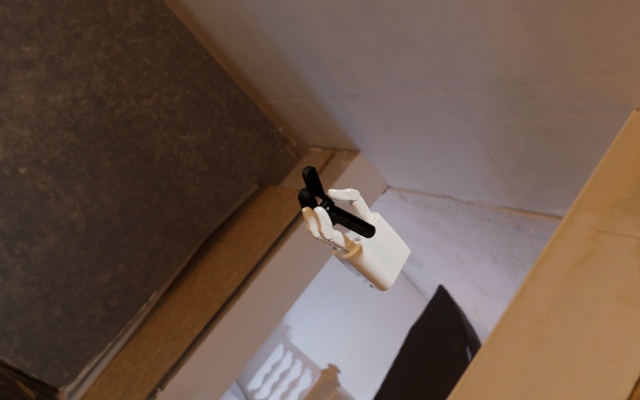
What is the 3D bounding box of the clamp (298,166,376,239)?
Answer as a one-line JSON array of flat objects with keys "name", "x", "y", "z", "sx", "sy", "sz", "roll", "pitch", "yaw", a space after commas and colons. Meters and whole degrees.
[{"name": "clamp", "x": 0.001, "y": 0.002, "z": 0.880, "sx": 0.164, "sy": 0.036, "sz": 0.210, "roll": 47, "pitch": -16, "yaw": -16}]
